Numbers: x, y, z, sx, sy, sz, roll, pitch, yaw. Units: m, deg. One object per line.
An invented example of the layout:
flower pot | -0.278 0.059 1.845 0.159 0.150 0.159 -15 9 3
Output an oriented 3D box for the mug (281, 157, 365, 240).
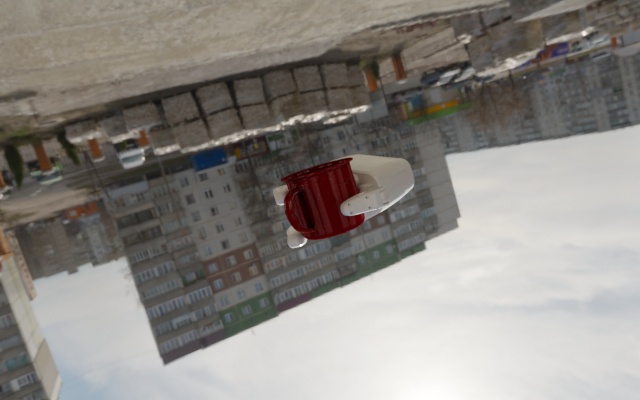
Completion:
mug | -0.001 0.003 0.584 0.093 0.081 0.117 -11 10 38
